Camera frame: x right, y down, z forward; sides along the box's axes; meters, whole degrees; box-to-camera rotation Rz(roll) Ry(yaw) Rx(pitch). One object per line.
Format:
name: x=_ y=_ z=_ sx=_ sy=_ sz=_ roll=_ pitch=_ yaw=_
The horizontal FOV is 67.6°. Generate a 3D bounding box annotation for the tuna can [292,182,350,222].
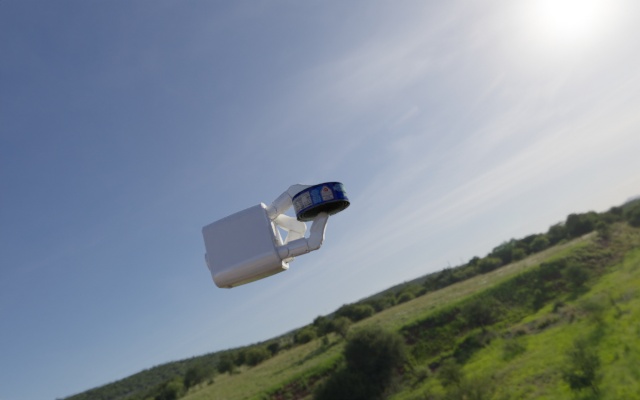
tuna can: x=0.000 y=0.002 z=0.734 sx=0.086 sy=0.033 sz=0.086 roll=-16 pitch=-15 yaw=-4
